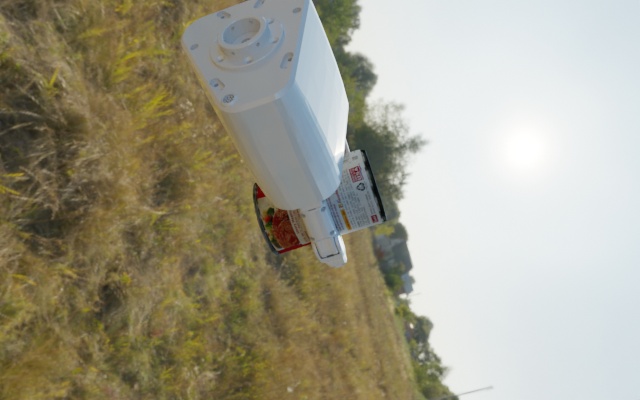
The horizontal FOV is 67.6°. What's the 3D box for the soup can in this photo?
[{"bbox_3d":[0.000,0.002,0.421,0.102,0.068,0.068,-17,-2,6],"label":"soup can"}]
